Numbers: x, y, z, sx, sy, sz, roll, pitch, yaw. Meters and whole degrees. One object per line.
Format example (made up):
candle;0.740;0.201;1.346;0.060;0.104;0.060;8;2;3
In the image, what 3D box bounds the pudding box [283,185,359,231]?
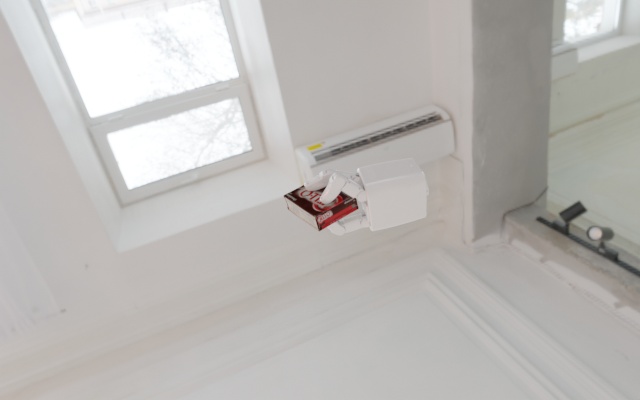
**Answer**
pudding box;0.000;0.003;0.866;0.090;0.039;0.113;-28;31;-24
